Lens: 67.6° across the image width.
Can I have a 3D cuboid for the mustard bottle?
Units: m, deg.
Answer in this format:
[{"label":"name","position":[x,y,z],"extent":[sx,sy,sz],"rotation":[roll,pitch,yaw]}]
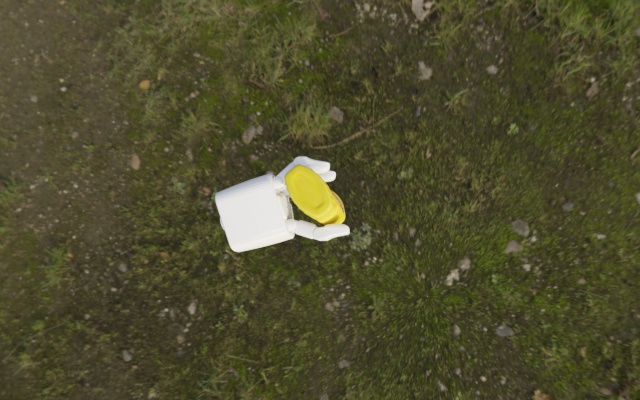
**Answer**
[{"label":"mustard bottle","position":[0.000,0.002,0.827],"extent":[0.058,0.096,0.192],"rotation":[-41,-17,2]}]
